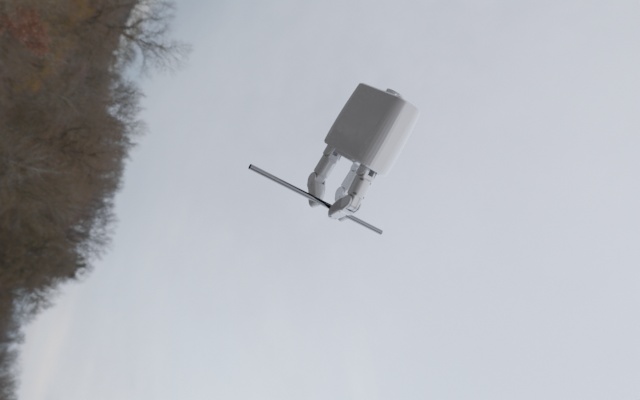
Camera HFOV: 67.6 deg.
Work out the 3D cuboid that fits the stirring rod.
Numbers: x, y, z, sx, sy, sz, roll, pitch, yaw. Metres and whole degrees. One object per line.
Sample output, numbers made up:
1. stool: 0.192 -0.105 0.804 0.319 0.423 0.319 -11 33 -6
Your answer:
1. stirring rod: 0.000 0.002 0.699 0.239 0.011 0.011 27 -13 -27
